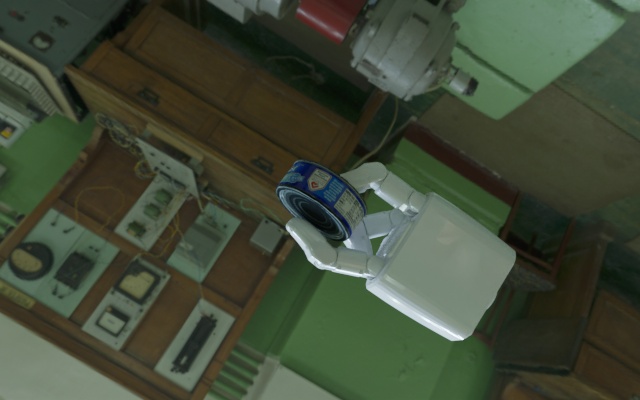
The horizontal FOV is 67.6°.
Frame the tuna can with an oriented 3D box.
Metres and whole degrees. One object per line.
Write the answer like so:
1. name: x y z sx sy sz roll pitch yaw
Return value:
1. tuna can: 0.000 0.002 0.457 0.086 0.033 0.086 32 -20 13
